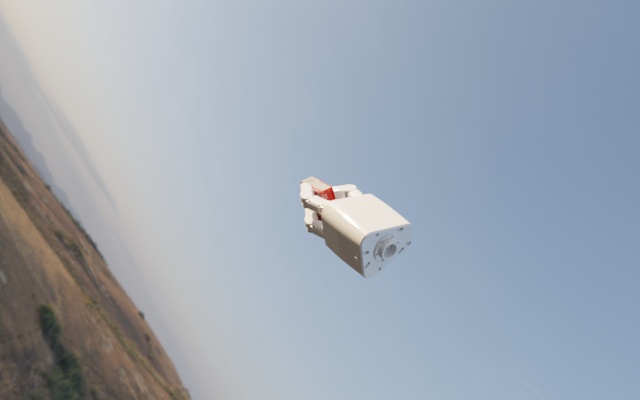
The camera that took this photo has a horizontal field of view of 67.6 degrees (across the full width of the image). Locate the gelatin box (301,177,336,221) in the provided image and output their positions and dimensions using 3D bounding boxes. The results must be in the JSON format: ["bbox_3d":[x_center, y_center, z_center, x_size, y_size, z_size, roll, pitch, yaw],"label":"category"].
[{"bbox_3d":[0.000,0.003,0.876,0.030,0.073,0.089,-24,25,-18],"label":"gelatin box"}]
